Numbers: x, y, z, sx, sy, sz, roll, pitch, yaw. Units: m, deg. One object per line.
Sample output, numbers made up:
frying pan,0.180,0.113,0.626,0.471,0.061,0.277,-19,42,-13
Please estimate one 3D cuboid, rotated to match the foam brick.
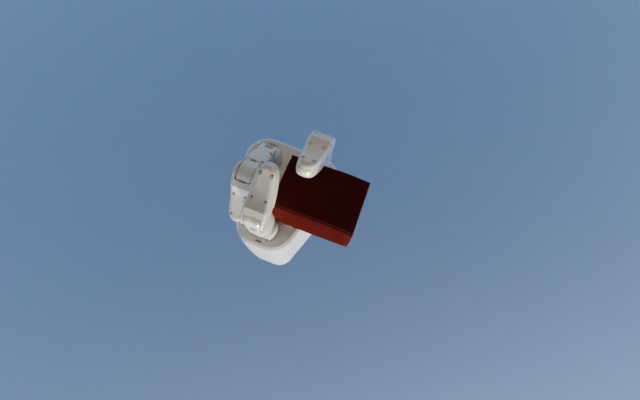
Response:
foam brick,0.000,0.002,0.441,0.078,0.053,0.051,21,-18,6
